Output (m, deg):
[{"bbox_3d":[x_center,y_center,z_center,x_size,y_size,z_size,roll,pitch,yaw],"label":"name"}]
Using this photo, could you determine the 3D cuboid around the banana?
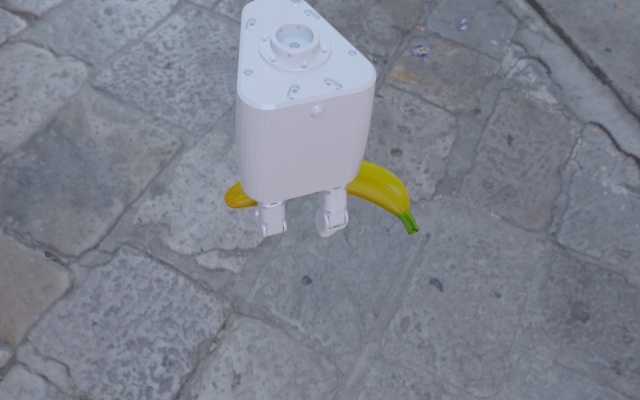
[{"bbox_3d":[0.005,-0.014,0.483,0.198,0.069,0.037,8,-30,-2],"label":"banana"}]
